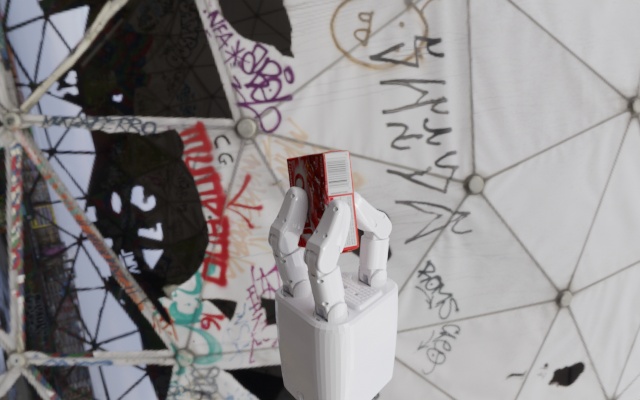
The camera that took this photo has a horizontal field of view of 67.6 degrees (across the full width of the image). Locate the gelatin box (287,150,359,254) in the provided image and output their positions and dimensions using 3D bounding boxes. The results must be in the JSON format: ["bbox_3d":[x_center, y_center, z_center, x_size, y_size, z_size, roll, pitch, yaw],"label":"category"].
[{"bbox_3d":[0.000,0.001,0.439,0.030,0.089,0.073,-8,4,-29],"label":"gelatin box"}]
